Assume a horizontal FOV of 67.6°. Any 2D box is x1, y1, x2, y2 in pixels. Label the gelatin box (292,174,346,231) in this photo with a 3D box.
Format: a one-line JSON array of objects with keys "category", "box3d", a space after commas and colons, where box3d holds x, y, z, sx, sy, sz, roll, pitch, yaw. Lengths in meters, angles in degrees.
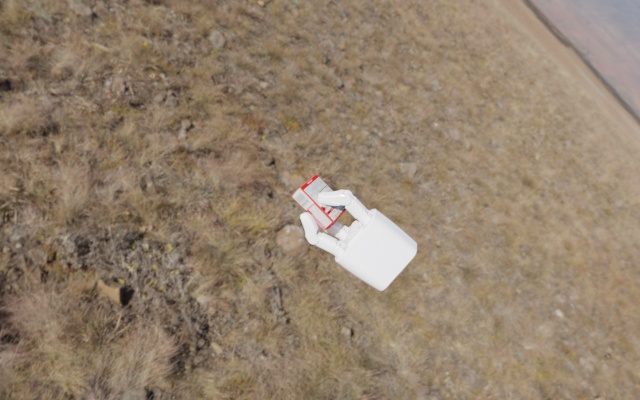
[{"category": "gelatin box", "box3d": [0.000, 0.002, 0.870, 0.030, 0.089, 0.073, -44, 0, 34]}]
